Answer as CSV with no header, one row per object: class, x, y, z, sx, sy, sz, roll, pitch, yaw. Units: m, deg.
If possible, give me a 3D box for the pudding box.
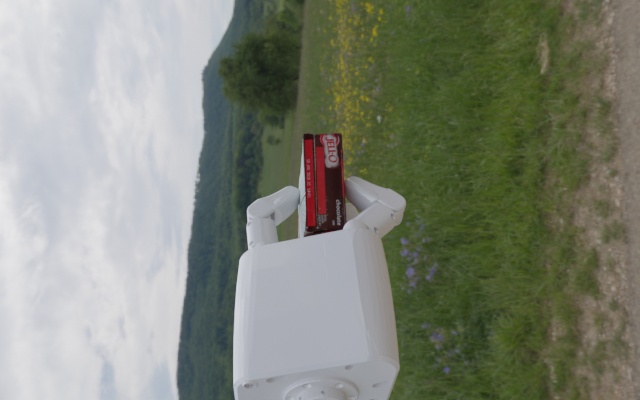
pudding box,0.000,0.001,0.441,0.039,0.090,0.113,1,-19,-5
